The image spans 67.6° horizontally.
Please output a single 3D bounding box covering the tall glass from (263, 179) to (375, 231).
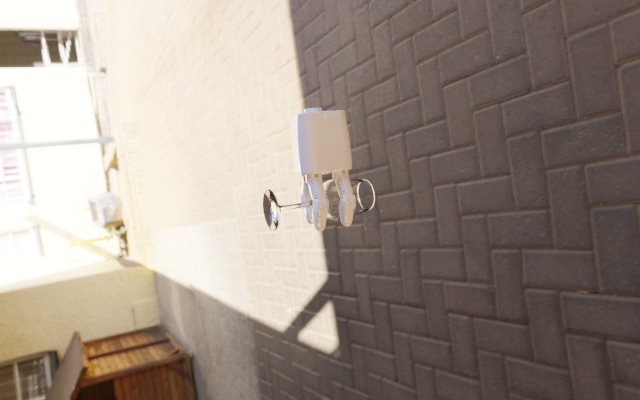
[{"bbox_3d":[0.000,0.003,0.880,0.201,0.079,0.079,-9,4,-27],"label":"tall glass"}]
